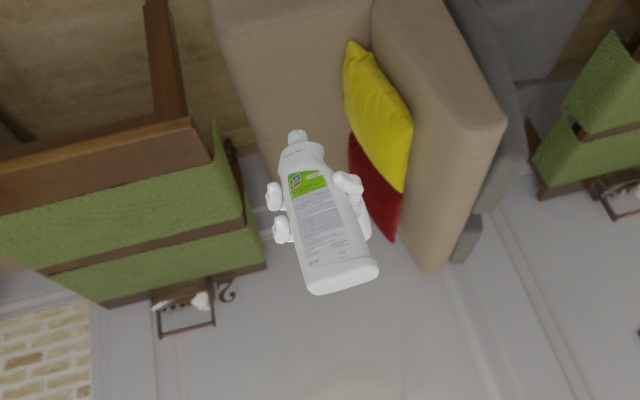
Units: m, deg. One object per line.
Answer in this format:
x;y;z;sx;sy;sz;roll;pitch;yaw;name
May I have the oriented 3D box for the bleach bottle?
0.000;0.002;0.691;0.102;0.250;0.068;-18;-27;5;bleach bottle
